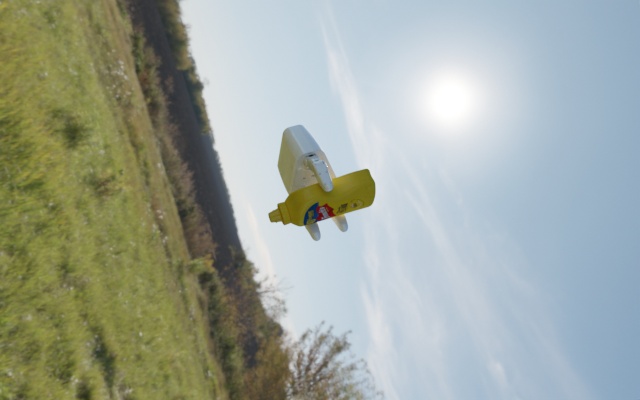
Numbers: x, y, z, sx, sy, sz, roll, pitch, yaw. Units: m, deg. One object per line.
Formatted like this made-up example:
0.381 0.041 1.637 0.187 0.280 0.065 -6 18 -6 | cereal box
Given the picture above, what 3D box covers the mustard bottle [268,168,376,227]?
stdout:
0.000 0.003 0.852 0.191 0.058 0.096 -17 -24 -12 | mustard bottle
